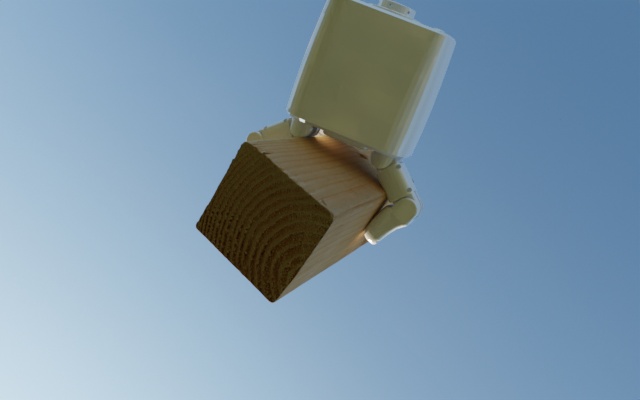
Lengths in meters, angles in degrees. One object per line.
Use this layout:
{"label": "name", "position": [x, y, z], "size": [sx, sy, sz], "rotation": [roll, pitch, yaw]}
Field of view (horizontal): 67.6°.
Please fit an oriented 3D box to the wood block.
{"label": "wood block", "position": [0.001, 0.001, 0.438], "size": [0.091, 0.090, 0.206], "rotation": [41, 24, 15]}
